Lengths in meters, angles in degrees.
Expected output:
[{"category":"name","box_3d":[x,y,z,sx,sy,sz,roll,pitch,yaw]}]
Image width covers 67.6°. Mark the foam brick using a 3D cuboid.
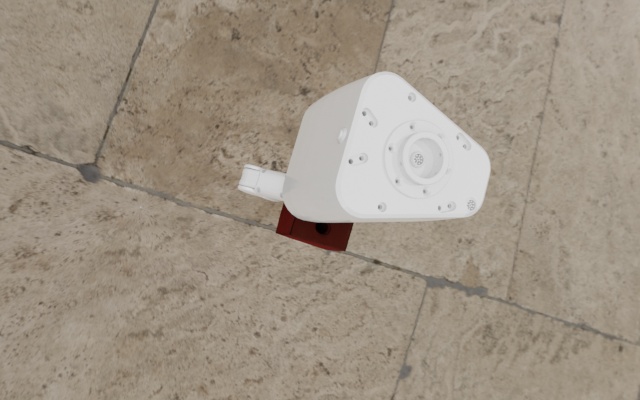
[{"category":"foam brick","box_3d":[0.000,0.002,0.423,0.053,0.078,0.051,18,-6,-19]}]
